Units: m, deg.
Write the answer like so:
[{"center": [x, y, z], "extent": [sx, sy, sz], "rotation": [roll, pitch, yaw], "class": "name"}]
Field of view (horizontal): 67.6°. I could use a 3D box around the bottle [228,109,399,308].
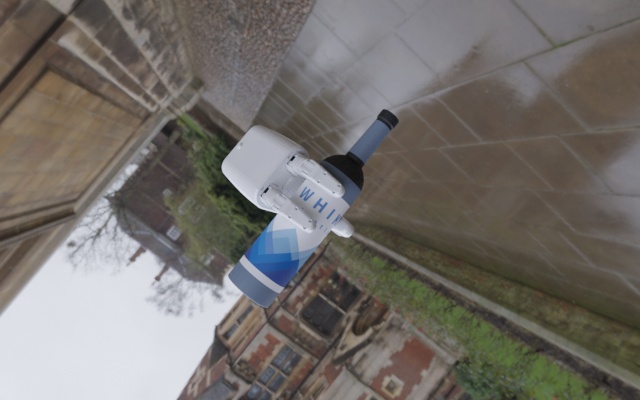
[{"center": [0.000, 0.002, 0.619], "extent": [0.069, 0.295, 0.069], "rotation": [39, -4, 3], "class": "bottle"}]
